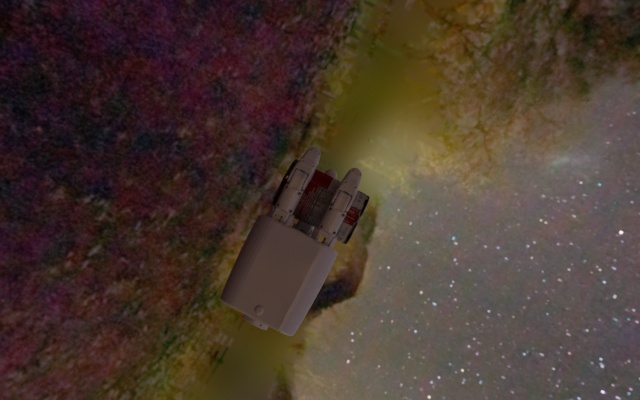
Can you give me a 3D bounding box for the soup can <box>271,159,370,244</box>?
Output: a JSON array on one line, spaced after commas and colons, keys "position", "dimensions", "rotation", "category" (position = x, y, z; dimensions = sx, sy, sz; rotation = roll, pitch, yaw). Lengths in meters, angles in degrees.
[{"position": [0.001, 0.002, 0.584], "dimensions": [0.102, 0.068, 0.068], "rotation": [27, 1, 2], "category": "soup can"}]
